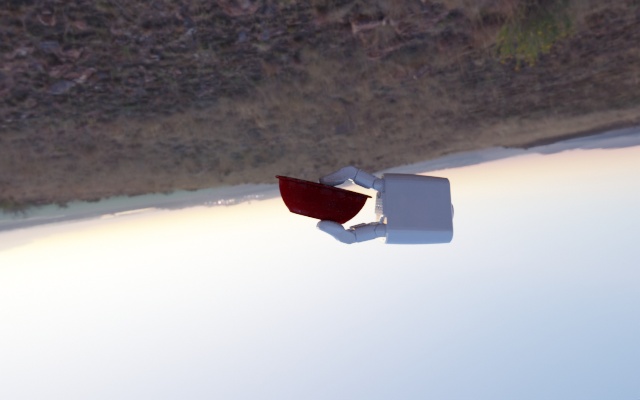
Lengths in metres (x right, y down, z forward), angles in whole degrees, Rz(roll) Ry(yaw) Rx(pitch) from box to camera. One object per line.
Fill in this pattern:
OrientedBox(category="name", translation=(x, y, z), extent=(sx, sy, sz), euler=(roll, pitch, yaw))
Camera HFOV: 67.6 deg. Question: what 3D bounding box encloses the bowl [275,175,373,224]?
OrientedBox(category="bowl", translation=(-0.001, 0.003, 0.773), extent=(0.162, 0.055, 0.162), euler=(13, 0, 0))
